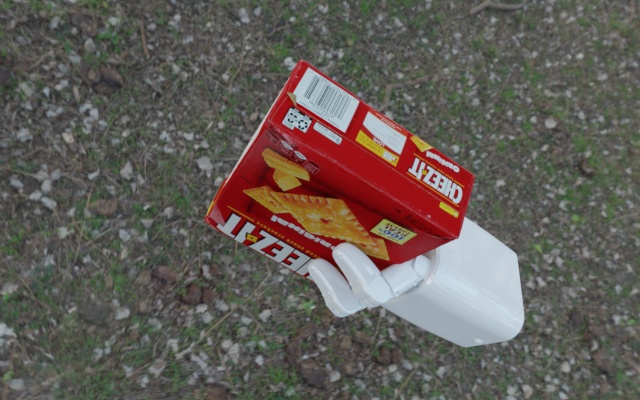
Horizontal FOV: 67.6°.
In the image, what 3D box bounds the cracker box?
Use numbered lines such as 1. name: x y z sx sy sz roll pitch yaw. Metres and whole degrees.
1. cracker box: 0.000 0.001 0.429 0.164 0.072 0.214 31 -31 -11
